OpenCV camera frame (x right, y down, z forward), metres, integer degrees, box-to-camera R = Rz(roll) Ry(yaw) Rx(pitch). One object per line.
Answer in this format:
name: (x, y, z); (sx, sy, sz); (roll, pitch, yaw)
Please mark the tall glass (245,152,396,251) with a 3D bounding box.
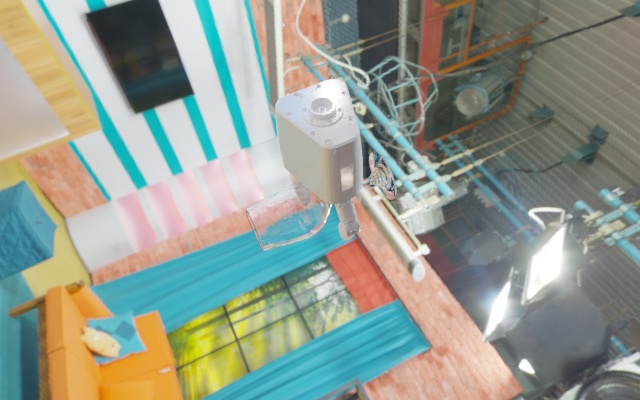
tall glass: (0.001, 0.002, 0.664); (0.201, 0.079, 0.079); (-23, 5, -12)
